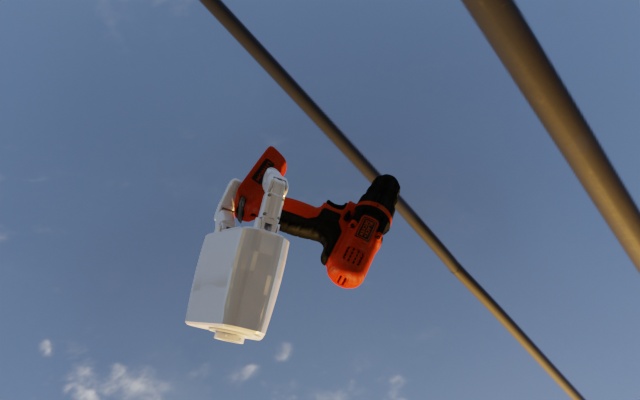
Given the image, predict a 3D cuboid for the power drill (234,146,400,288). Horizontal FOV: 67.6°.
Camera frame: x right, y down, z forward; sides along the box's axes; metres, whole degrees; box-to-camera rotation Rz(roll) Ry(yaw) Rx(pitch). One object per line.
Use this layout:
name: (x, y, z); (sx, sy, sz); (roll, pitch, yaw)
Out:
power drill: (0.000, 0.002, 0.610); (0.187, 0.184, 0.057); (24, -42, 7)
